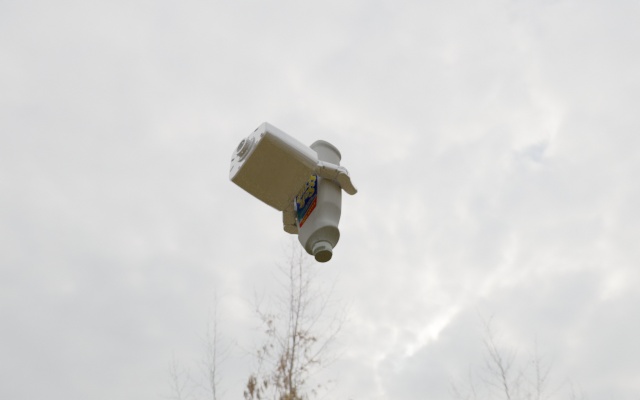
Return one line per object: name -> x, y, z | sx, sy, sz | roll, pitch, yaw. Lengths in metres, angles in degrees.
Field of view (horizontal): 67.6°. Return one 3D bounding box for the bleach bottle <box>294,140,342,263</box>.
bleach bottle -> 0.000, 0.003, 0.825 | 0.068, 0.102, 0.250 | 31, 29, -27
